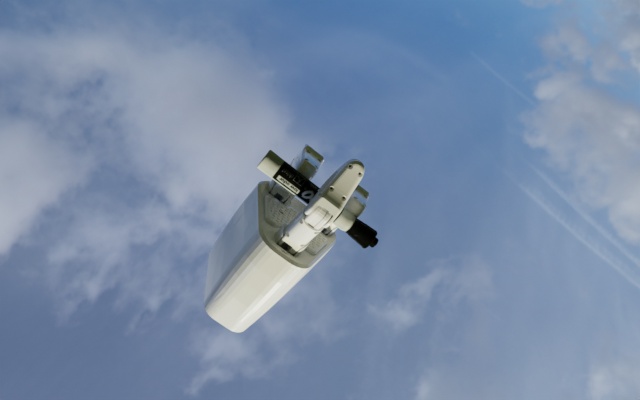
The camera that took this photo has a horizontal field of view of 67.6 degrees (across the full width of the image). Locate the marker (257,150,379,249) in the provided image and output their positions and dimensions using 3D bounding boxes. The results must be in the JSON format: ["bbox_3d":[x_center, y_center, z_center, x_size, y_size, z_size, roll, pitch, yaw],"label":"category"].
[{"bbox_3d":[0.000,0.001,0.404,0.121,0.020,0.020,37,-7,-9],"label":"marker"}]
